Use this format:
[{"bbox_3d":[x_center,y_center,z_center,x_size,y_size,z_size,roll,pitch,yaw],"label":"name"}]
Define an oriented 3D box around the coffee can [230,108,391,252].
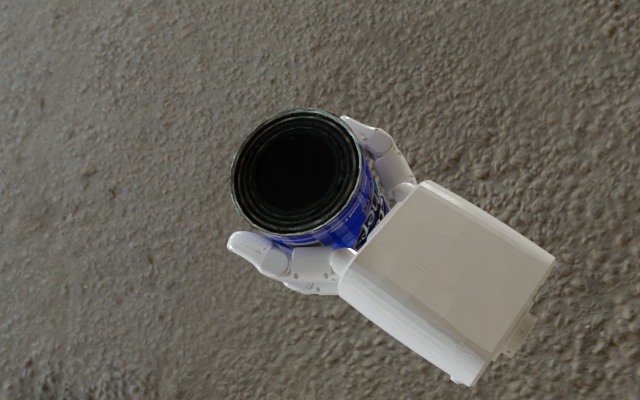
[{"bbox_3d":[0.000,0.001,0.407,0.103,0.102,0.140,0,-20,17],"label":"coffee can"}]
